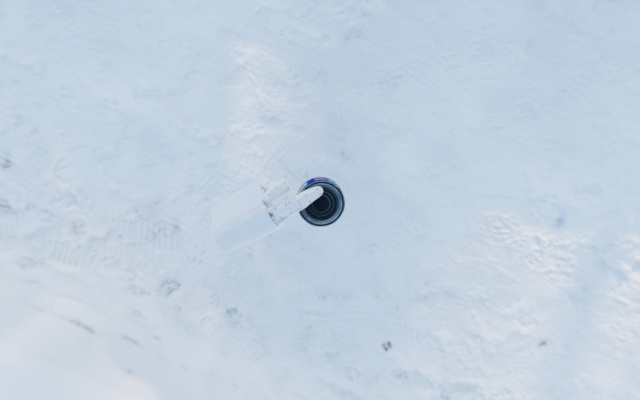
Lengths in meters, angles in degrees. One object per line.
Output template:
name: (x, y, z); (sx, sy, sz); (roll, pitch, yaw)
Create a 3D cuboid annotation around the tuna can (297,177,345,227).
tuna can: (0.000, 0.003, 0.845); (0.086, 0.086, 0.033); (0, 12, -5)
